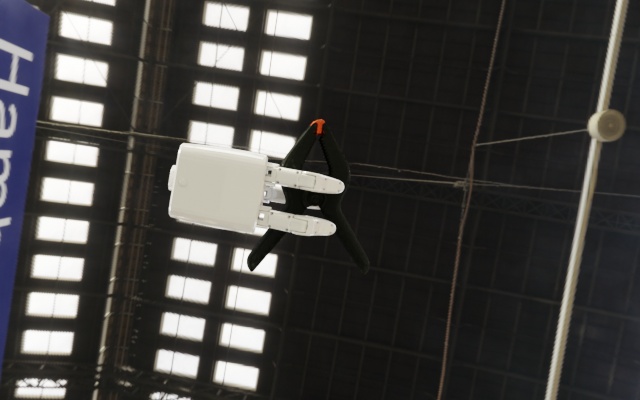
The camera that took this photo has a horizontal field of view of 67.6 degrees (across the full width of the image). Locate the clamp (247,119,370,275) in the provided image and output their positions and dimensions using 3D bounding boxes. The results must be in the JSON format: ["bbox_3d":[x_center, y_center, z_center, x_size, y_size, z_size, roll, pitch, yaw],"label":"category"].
[{"bbox_3d":[0.000,0.001,0.632,0.164,0.210,0.036,10,3,-12],"label":"clamp"}]
